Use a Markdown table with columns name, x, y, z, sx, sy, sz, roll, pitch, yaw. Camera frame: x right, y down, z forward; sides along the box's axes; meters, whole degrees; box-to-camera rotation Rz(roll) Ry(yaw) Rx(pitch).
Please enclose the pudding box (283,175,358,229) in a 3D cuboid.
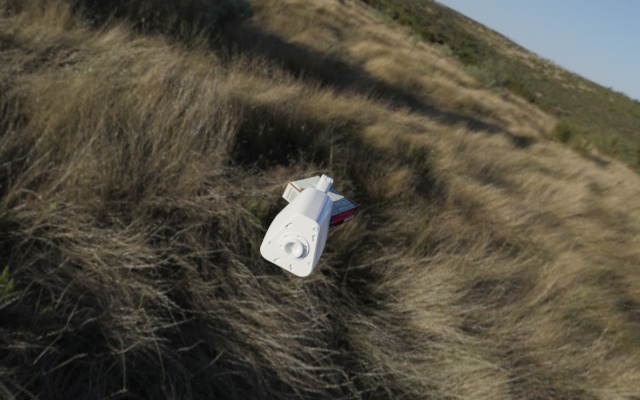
| name | x | y | z | sx | sy | sz | roll | pitch | yaw |
| --- | --- | --- | --- | --- | --- | --- | --- | --- | --- |
| pudding box | 0.000 | 0.003 | 0.897 | 0.113 | 0.039 | 0.090 | 41 | 32 | 23 |
